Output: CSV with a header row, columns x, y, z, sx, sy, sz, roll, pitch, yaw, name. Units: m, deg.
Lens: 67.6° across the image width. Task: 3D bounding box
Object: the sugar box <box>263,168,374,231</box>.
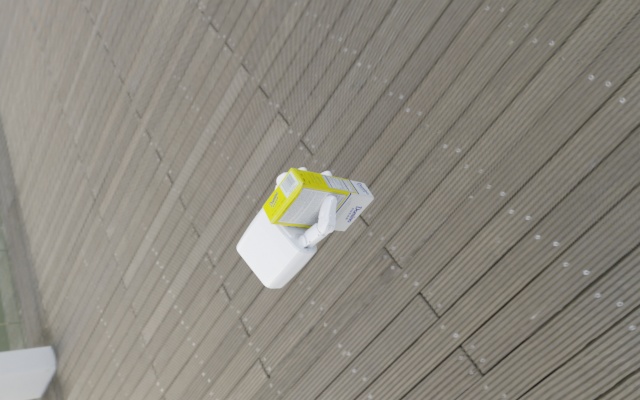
x,y,z,sx,sy,sz,roll,pitch,yaw,name
0.000,0.002,0.806,0.176,0.048,0.093,8,-49,-47,sugar box
